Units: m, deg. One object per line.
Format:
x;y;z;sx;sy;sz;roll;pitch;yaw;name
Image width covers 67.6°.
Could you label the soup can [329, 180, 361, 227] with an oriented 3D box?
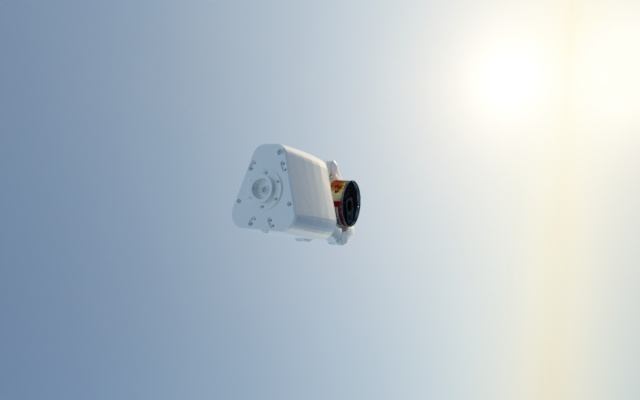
0.000;0.002;0.707;0.102;0.068;0.068;3;1;27;soup can
